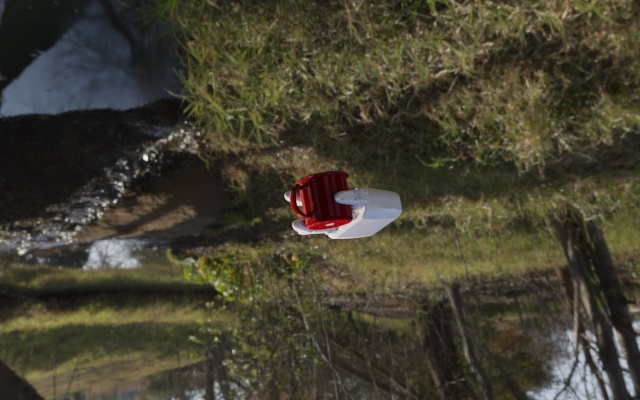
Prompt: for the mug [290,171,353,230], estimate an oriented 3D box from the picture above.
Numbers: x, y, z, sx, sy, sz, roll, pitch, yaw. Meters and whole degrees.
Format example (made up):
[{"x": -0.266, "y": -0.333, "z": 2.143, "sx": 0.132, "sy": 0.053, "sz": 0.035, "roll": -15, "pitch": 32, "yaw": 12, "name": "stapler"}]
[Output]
[{"x": -0.001, "y": 0.003, "z": 0.803, "sx": 0.117, "sy": 0.081, "sz": 0.093, "roll": 1, "pitch": -16, "yaw": -40, "name": "mug"}]
